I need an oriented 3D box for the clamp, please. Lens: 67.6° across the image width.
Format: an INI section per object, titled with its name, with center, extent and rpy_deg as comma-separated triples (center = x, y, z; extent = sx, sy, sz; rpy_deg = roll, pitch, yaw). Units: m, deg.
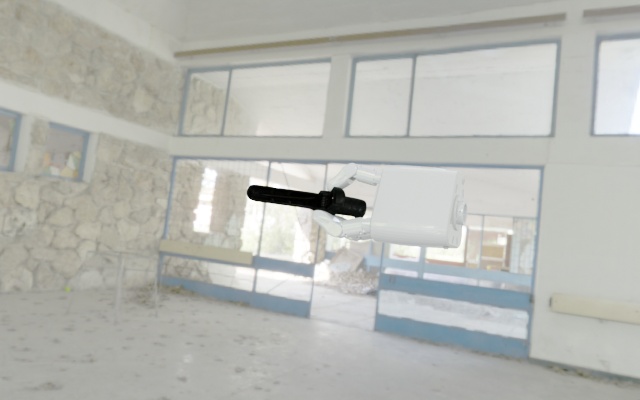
[clamp]
center = 0.001, 0.002, 0.741
extent = 0.164, 0.036, 0.210
rpy_deg = 5, -5, 28
